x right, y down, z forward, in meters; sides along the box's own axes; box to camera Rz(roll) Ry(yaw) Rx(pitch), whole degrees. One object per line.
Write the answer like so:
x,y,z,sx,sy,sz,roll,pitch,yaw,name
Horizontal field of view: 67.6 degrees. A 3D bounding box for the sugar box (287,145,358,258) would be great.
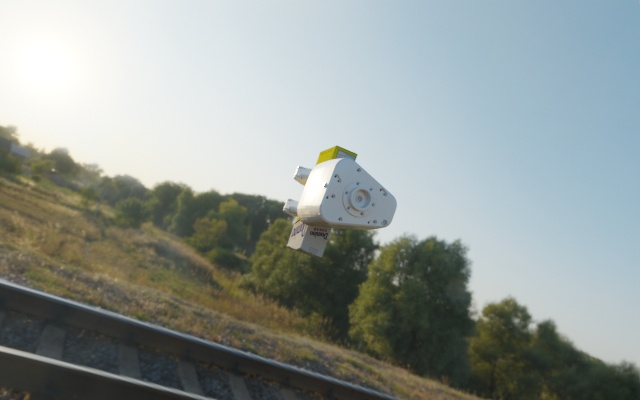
0.000,0.002,0.784,0.048,0.176,0.093,24,-9,-15,sugar box
